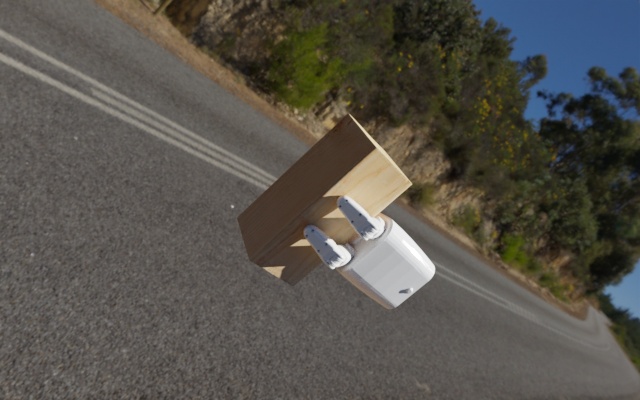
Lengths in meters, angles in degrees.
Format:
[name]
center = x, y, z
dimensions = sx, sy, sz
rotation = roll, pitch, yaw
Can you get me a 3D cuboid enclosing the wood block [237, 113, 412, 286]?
[wood block]
center = 0.000, 0.002, 0.621
dimensions = 0.090, 0.206, 0.090
rotation = 39, 15, -38
